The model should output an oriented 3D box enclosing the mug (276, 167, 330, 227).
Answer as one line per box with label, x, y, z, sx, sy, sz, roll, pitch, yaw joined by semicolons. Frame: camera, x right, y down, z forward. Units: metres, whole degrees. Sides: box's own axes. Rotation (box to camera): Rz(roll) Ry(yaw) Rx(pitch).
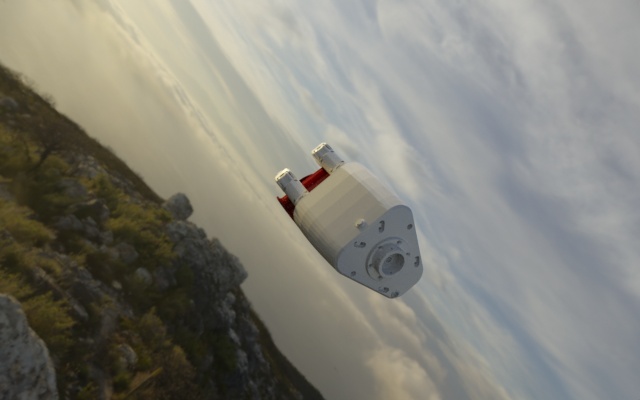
mug;0.000;0.001;0.609;0.081;0.093;0.117;-38;37;-2
